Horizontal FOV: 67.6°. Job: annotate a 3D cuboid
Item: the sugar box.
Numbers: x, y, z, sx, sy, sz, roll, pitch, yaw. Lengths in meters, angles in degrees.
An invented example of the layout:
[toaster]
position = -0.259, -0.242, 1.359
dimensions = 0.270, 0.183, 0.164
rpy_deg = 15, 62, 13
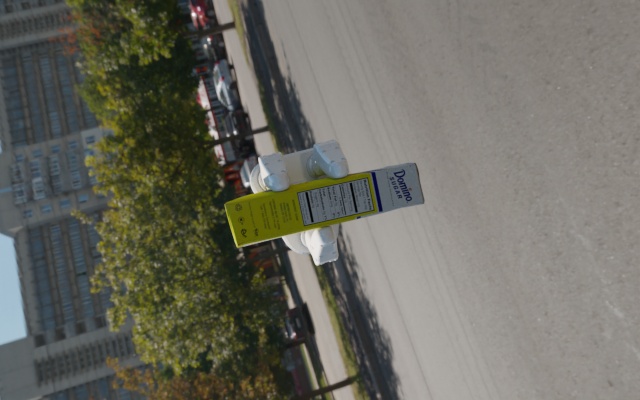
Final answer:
[sugar box]
position = 0.000, 0.001, 0.464
dimensions = 0.176, 0.048, 0.093
rpy_deg = -15, 4, -8
